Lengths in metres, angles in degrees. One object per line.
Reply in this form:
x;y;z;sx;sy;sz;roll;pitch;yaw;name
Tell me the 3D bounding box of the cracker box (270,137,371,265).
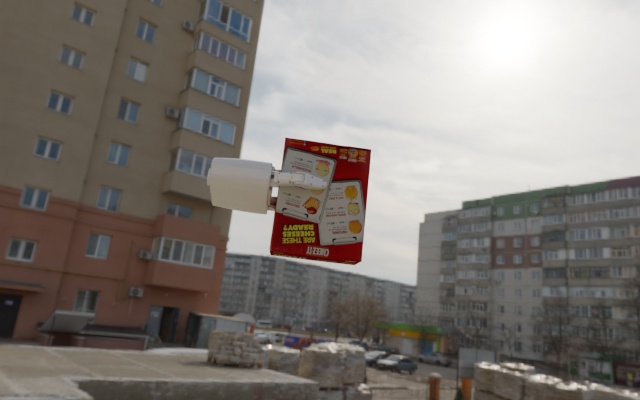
0.000;0.003;0.881;0.164;0.213;0.072;7;-15;-4;cracker box
